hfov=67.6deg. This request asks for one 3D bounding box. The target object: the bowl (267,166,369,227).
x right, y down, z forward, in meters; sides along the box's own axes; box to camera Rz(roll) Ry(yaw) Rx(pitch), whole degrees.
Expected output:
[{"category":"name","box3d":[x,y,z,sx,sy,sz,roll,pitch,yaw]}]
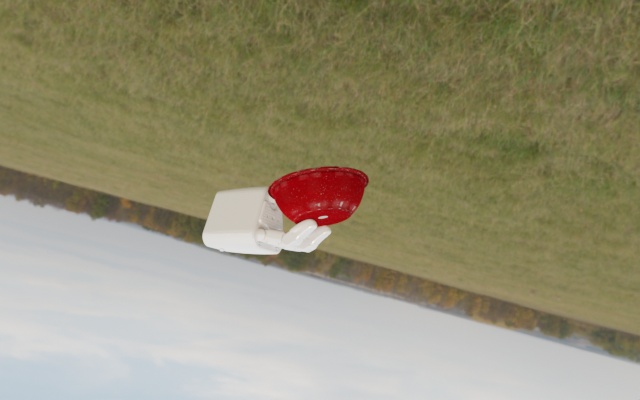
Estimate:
[{"category":"bowl","box3d":[0.001,0.002,0.749,0.162,0.055,0.162,-7,-19,-2]}]
